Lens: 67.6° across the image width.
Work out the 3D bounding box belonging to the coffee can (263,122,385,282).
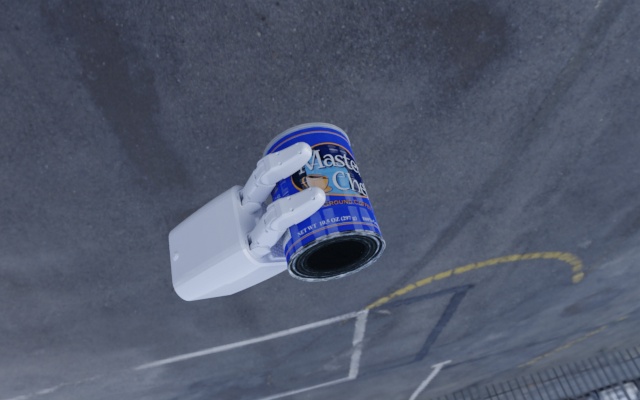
[{"bbox_3d":[0.000,0.001,0.516,0.103,0.140,0.103,-12,-32,-7],"label":"coffee can"}]
